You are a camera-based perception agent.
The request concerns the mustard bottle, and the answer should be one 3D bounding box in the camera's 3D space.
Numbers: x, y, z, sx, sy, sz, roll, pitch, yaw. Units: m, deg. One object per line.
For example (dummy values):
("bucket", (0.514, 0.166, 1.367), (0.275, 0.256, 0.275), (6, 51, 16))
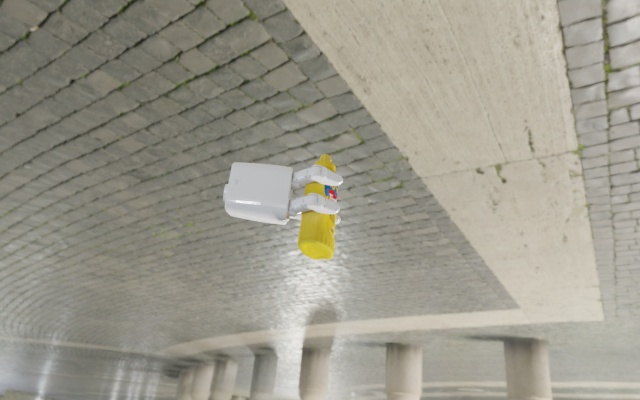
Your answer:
("mustard bottle", (0.000, 0.003, 0.855), (0.058, 0.191, 0.096), (-4, -27, 18))
